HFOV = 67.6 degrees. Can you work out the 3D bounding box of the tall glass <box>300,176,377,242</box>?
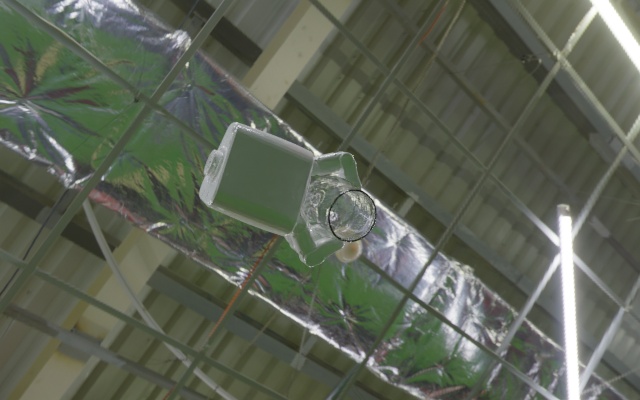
[{"bbox_3d":[0.000,0.002,0.637,0.079,0.079,0.201,0,9,-23],"label":"tall glass"}]
